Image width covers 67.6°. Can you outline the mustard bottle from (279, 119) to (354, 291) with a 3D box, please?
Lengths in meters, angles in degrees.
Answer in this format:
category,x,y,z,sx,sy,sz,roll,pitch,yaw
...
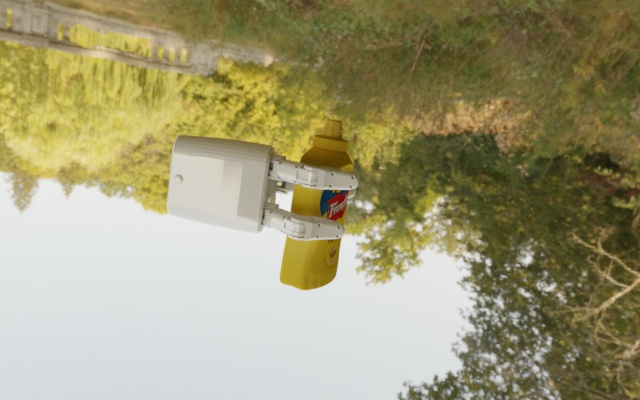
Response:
category,x,y,z,sx,sy,sz,roll,pitch,yaw
mustard bottle,0.000,0.002,0.557,0.058,0.192,0.096,14,12,26
